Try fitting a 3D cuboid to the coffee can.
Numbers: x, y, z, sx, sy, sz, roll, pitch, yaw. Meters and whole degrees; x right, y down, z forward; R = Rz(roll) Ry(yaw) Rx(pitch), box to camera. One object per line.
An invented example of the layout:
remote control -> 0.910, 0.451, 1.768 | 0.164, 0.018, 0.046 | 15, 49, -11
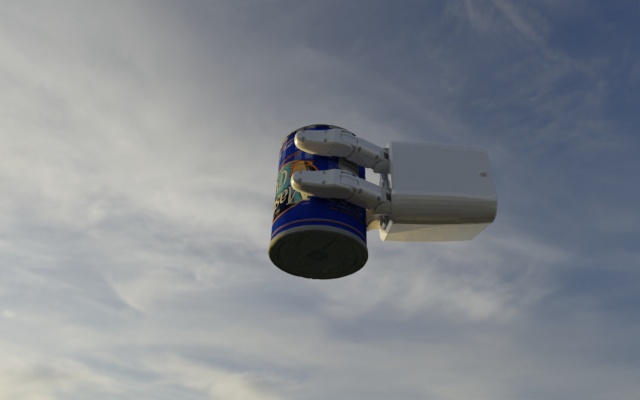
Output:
coffee can -> 0.000, 0.002, 0.528 | 0.103, 0.140, 0.103 | 2, -36, 1
